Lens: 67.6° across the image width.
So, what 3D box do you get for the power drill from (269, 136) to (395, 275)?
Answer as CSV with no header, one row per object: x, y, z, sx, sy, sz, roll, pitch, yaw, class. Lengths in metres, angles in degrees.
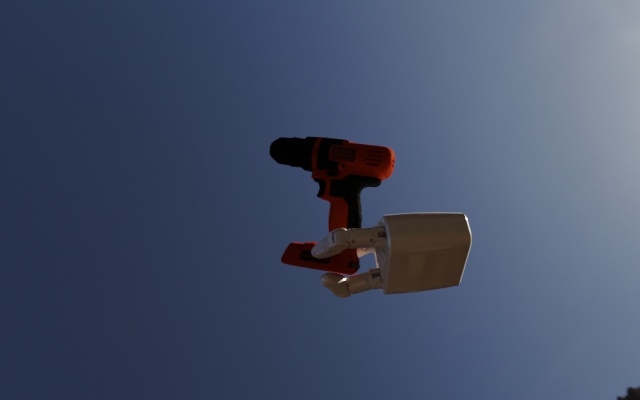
0.000,0.003,0.667,0.184,0.187,0.057,8,-8,19,power drill
